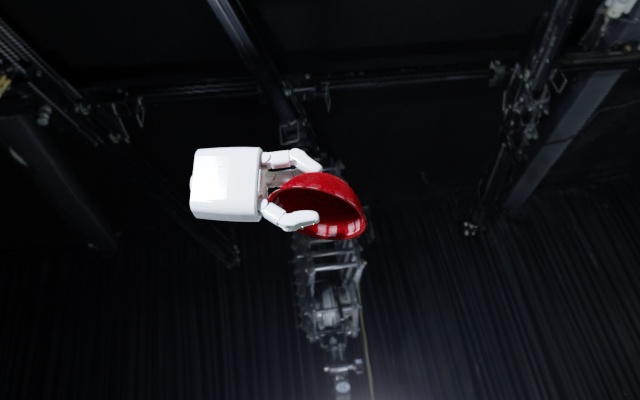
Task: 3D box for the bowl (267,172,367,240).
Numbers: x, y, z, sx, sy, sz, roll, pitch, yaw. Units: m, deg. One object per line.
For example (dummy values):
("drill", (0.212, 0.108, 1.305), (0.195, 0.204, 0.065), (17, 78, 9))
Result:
("bowl", (0.002, 0.003, 0.764), (0.162, 0.055, 0.162), (12, -30, 7))
